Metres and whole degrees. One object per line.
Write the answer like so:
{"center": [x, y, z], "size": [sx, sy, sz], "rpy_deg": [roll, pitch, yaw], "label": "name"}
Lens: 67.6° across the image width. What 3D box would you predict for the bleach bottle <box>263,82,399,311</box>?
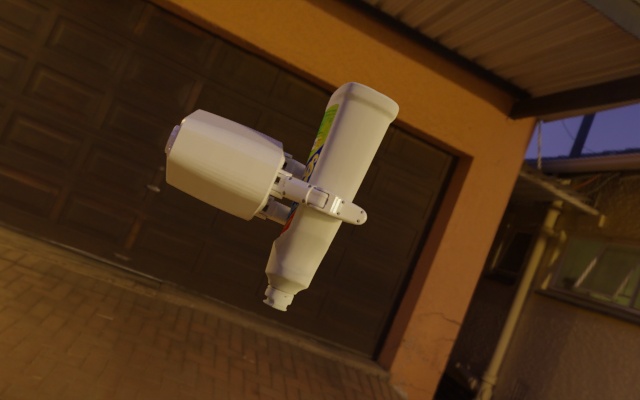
{"center": [0.000, 0.002, 0.529], "size": [0.068, 0.251, 0.102], "rpy_deg": [24, -4, -12], "label": "bleach bottle"}
